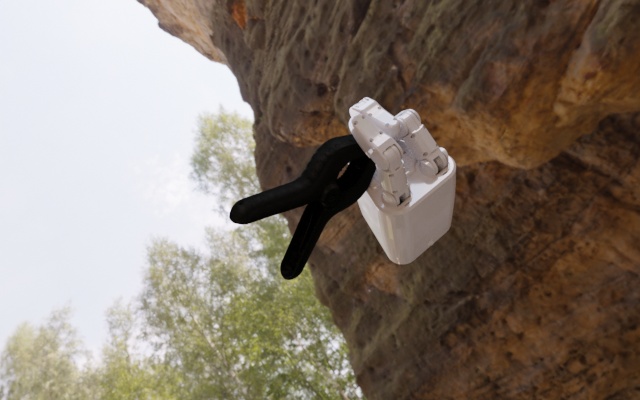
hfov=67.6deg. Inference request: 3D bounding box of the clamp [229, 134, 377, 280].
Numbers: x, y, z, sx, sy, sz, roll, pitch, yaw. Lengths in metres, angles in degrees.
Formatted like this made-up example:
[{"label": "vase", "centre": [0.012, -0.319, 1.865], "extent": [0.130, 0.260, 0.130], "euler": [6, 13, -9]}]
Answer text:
[{"label": "clamp", "centre": [0.000, 0.001, 0.474], "extent": [0.171, 0.120, 0.039], "euler": [-36, 52, -16]}]
